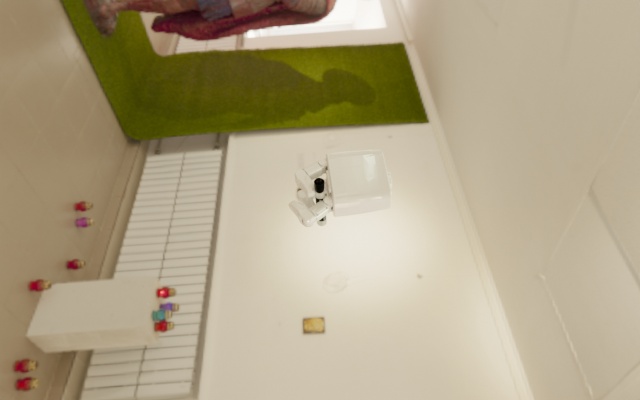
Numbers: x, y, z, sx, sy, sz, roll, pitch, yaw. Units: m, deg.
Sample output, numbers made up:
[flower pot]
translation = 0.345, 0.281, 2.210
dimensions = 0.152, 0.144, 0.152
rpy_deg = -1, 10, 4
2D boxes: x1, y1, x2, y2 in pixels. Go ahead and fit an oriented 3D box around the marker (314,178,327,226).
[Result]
[marker]
translation = 0.000, 0.003, 0.860
dimensions = 0.020, 0.020, 0.121
rpy_deg = 0, -40, 3
